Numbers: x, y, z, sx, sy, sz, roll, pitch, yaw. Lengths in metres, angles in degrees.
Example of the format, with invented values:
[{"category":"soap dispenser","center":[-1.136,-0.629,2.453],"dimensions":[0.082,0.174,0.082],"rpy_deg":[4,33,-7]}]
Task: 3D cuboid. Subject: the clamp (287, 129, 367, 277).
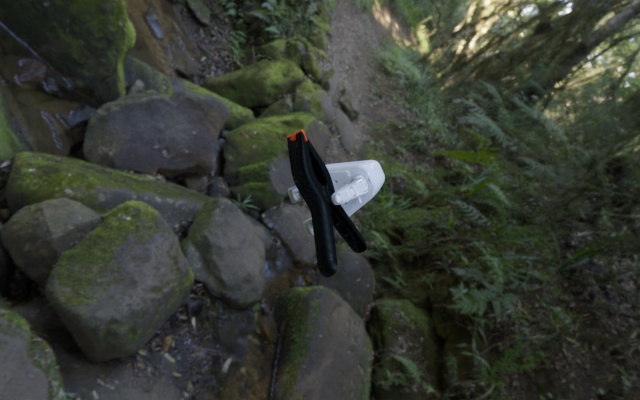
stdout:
[{"category":"clamp","center":[0.001,0.001,0.675],"dimensions":[0.036,0.210,0.164],"rpy_deg":[-23,5,20]}]
